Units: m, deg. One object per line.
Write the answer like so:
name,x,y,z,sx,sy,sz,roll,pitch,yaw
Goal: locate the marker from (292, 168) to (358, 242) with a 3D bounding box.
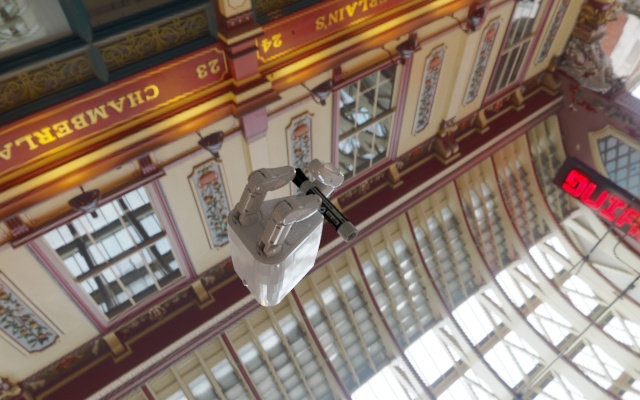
marker,0.000,0.002,0.562,0.020,0.020,0.121,0,39,-49
